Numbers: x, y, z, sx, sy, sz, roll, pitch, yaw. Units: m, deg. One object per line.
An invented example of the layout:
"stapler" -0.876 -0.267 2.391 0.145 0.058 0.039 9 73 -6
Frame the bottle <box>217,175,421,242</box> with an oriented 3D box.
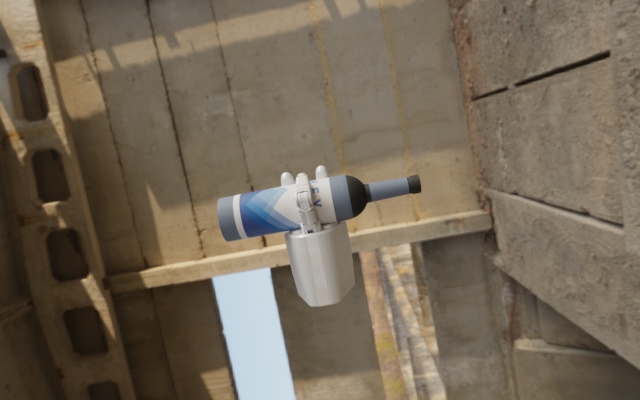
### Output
"bottle" 0.000 0.002 0.705 0.296 0.069 0.069 -11 -1 3
